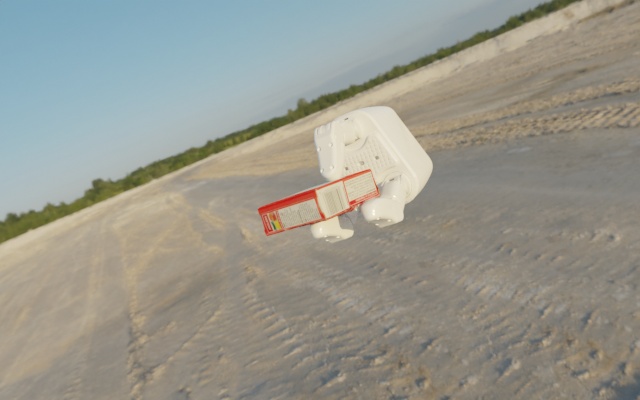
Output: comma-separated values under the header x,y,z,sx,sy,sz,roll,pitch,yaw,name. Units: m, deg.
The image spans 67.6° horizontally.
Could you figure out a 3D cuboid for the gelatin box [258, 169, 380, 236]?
x,y,z,sx,sy,sz,roll,pitch,yaw,name
0.000,0.001,0.434,0.073,0.030,0.089,-16,4,40,gelatin box
